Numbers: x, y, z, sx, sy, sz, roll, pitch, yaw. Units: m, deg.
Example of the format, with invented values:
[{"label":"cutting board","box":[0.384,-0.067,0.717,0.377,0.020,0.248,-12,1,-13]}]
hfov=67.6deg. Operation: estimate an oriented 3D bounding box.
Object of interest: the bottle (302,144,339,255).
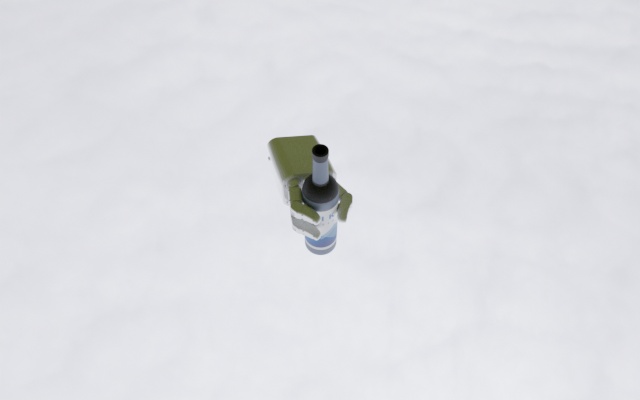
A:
[{"label":"bottle","box":[0.000,0.003,0.876,0.069,0.069,0.296,0,-34,0]}]
